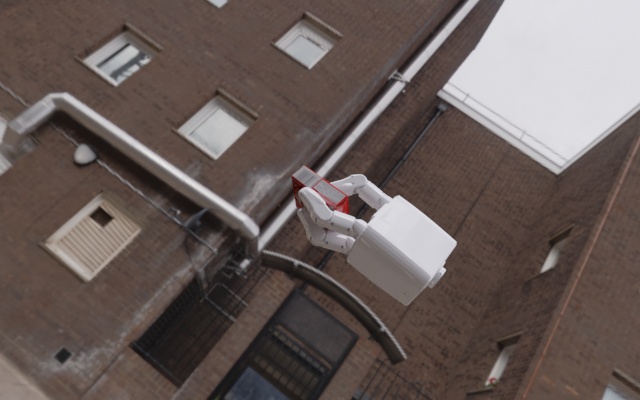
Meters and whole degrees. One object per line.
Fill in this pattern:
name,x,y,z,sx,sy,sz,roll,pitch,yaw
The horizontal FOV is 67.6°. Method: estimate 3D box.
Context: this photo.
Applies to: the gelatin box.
gelatin box,0.000,0.002,0.684,0.089,0.073,0.030,36,63,26
